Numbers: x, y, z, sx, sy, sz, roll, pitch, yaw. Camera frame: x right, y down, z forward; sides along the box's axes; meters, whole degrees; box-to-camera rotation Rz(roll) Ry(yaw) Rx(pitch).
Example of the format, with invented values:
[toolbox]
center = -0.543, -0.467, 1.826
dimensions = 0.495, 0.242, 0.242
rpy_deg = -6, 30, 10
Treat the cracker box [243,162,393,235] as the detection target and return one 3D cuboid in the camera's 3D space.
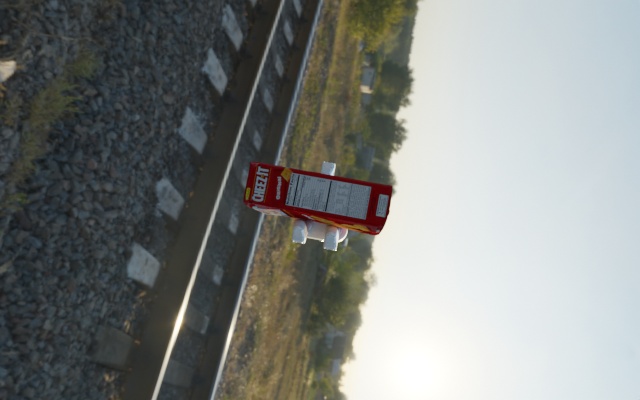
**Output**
[cracker box]
center = 0.000, 0.002, 0.765
dimensions = 0.213, 0.072, 0.164
rpy_deg = 10, -6, 5
